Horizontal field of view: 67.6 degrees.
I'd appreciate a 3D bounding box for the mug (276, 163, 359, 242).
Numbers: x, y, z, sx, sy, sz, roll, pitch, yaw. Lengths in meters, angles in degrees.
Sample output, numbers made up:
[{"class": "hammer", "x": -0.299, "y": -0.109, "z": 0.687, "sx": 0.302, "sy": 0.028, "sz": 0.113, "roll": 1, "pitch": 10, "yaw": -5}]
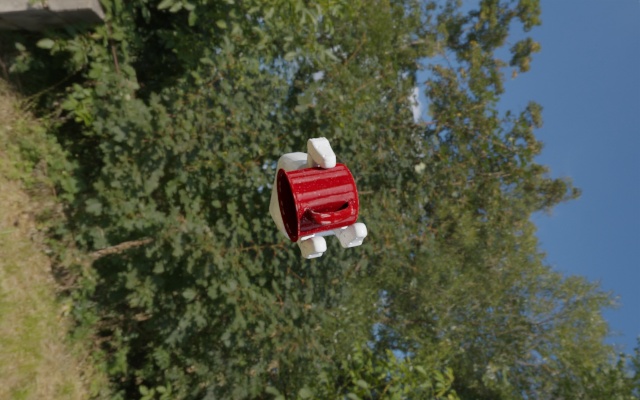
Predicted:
[{"class": "mug", "x": 0.001, "y": 0.002, "z": 0.585, "sx": 0.081, "sy": 0.093, "sz": 0.117, "roll": -11, "pitch": 18, "yaw": -17}]
